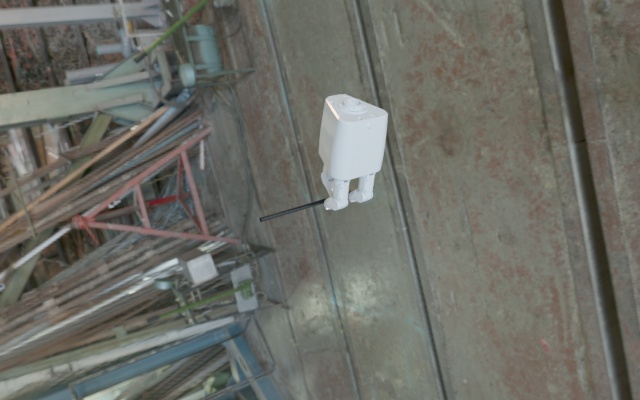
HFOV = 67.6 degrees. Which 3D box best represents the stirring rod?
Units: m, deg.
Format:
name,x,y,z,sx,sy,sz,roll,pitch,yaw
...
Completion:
name,x,y,z,sx,sy,sz,roll,pitch,yaw
stirring rod,0.000,0.003,0.866,0.239,0.011,0.011,-17,8,-28
